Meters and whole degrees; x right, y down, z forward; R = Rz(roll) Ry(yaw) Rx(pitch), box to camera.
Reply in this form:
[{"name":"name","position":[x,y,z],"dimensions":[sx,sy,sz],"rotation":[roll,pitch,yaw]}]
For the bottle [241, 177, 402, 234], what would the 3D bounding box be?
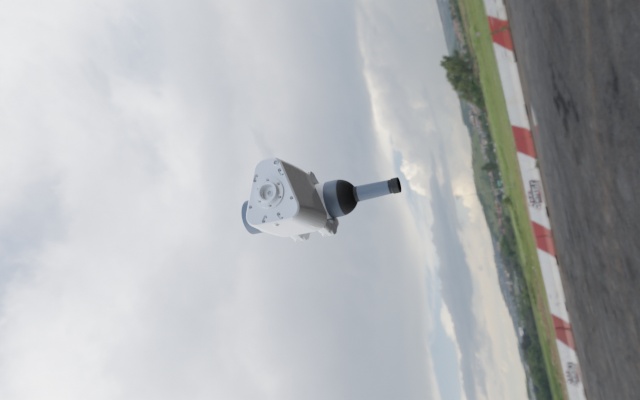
[{"name":"bottle","position":[0.000,0.003,0.865],"dimensions":[0.296,0.069,0.069],"rotation":[-12,-4,20]}]
